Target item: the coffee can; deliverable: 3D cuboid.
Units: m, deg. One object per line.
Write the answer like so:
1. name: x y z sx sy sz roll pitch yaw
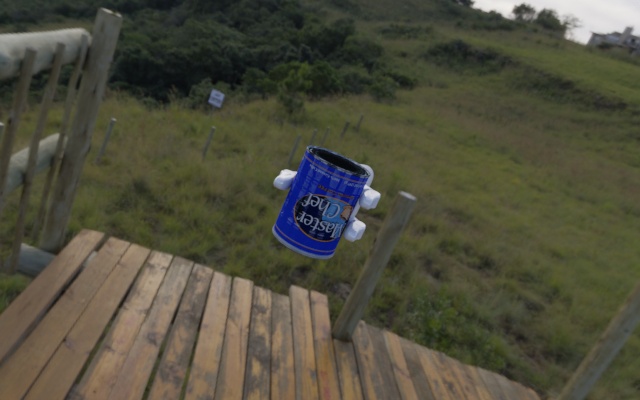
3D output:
1. coffee can: 0.000 0.002 0.718 0.103 0.140 0.102 22 16 -7
